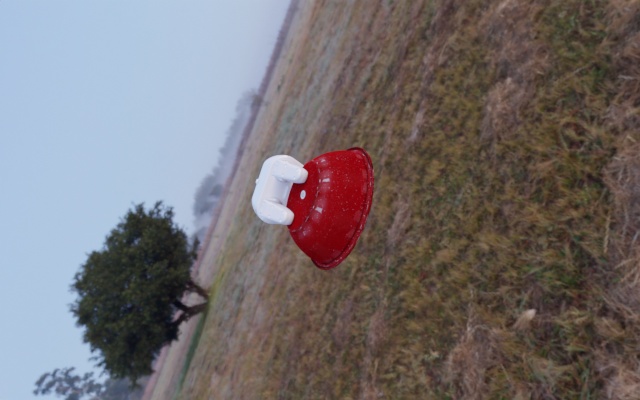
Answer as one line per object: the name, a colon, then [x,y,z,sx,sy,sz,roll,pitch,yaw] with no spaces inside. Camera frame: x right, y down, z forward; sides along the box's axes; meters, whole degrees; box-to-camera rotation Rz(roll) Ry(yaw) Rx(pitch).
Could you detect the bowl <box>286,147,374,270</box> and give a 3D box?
bowl: [0.000,0.002,0.594,0.055,0.162,0.162,18,-8,-24]
